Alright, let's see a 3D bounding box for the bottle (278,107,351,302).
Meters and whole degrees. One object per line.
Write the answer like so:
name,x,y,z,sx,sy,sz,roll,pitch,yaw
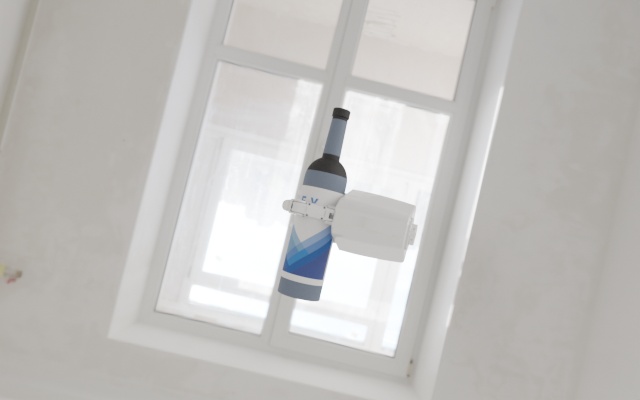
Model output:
bottle,0.000,0.003,0.736,0.069,0.295,0.069,13,-2,1
